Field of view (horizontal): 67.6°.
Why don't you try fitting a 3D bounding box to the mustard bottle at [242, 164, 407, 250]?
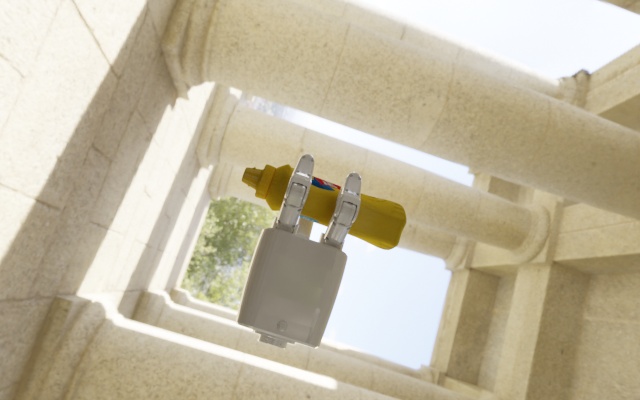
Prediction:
[{"bbox_3d":[0.000,0.002,0.566,0.191,0.058,0.096,19,6,-6],"label":"mustard bottle"}]
